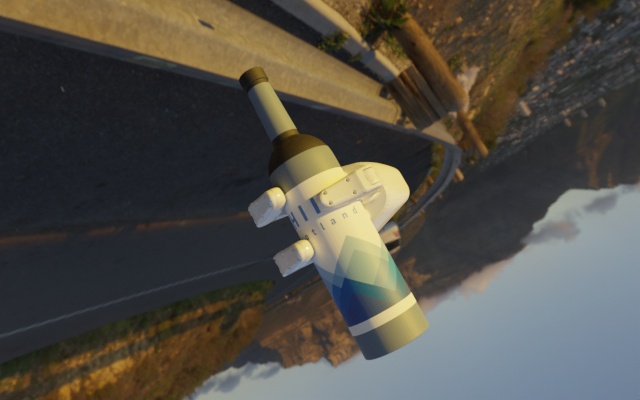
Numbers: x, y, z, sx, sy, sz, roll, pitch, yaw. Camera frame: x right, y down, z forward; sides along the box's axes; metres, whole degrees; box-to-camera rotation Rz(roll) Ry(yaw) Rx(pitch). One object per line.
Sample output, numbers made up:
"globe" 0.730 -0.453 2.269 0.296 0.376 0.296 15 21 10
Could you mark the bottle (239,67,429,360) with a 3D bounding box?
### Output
"bottle" 0.000 0.002 0.457 0.069 0.295 0.069 -28 -9 -5
